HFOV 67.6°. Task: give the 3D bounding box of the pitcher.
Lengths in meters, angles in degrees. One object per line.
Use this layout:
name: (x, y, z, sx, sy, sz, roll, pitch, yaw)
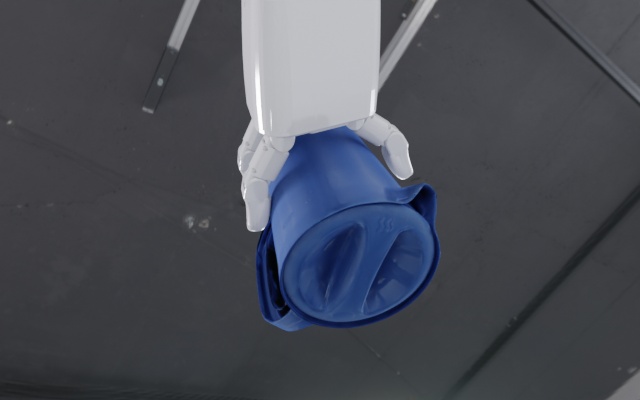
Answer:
pitcher: (0.000, 0.001, 0.475, 0.149, 0.145, 0.242, -8, 34, -10)
